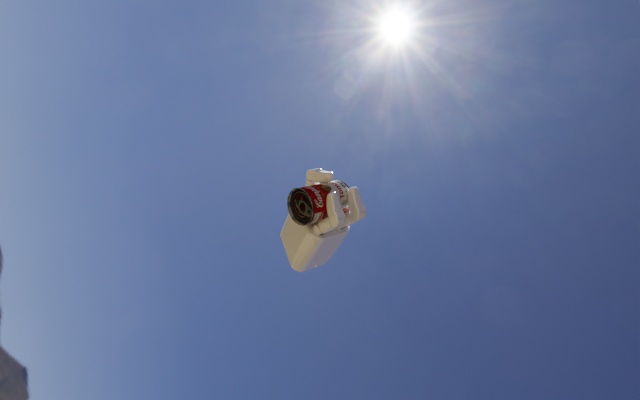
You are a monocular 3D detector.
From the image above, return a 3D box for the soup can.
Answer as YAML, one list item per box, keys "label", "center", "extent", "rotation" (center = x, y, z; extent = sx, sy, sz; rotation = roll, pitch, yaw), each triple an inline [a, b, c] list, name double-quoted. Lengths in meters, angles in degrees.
- label: "soup can"
  center: [0.000, 0.002, 0.868]
  extent: [0.102, 0.068, 0.068]
  rotation: [-13, 9, -41]
